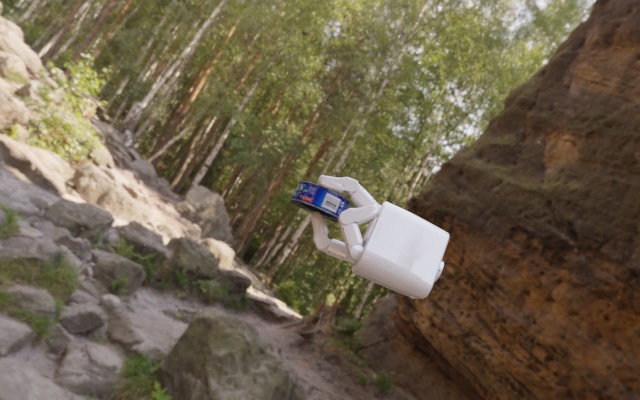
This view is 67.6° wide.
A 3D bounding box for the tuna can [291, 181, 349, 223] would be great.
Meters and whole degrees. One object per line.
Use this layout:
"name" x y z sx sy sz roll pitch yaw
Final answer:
"tuna can" 0.000 0.002 0.730 0.086 0.033 0.086 23 -8 3
